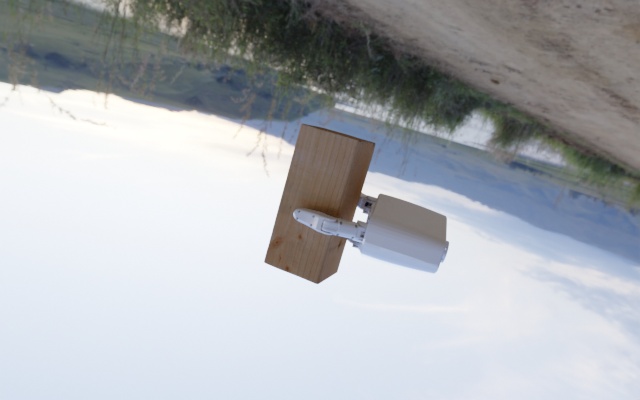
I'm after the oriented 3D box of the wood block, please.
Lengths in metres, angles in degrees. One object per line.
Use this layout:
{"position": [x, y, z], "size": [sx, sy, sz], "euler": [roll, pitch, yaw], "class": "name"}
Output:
{"position": [0.000, 0.003, 0.693], "size": [0.090, 0.206, 0.091], "euler": [19, 10, 19], "class": "wood block"}
